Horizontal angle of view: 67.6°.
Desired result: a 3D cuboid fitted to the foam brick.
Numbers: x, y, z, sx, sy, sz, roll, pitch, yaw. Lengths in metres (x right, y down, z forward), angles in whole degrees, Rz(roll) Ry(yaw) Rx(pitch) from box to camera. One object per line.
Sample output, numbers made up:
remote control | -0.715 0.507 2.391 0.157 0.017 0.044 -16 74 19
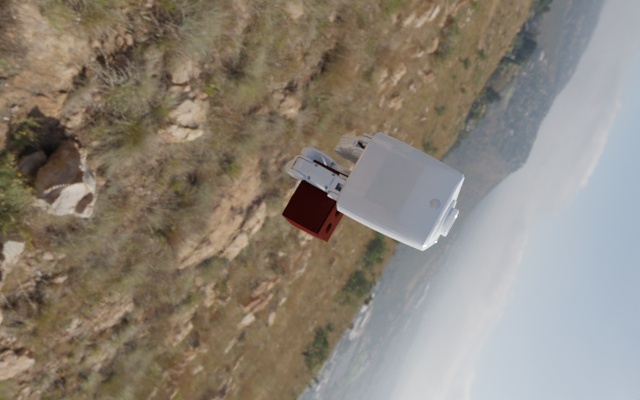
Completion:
foam brick | 0.000 0.002 0.563 0.051 0.078 0.053 28 -7 18
